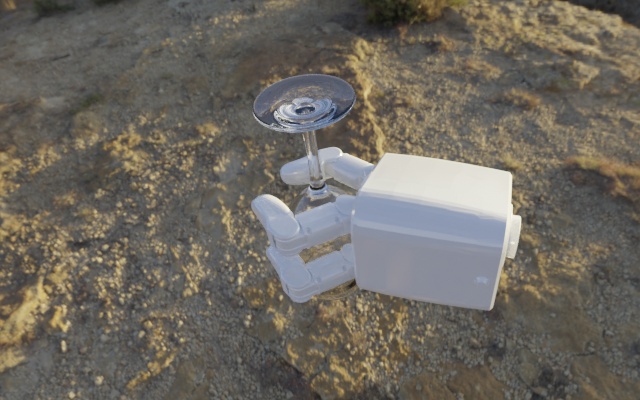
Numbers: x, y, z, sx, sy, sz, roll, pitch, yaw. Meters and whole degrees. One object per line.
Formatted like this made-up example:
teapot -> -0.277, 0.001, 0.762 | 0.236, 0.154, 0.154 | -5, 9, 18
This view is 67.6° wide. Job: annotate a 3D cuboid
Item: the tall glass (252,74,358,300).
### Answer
tall glass -> 0.000, 0.001, 0.405 | 0.079, 0.201, 0.079 | -5, 43, 4
